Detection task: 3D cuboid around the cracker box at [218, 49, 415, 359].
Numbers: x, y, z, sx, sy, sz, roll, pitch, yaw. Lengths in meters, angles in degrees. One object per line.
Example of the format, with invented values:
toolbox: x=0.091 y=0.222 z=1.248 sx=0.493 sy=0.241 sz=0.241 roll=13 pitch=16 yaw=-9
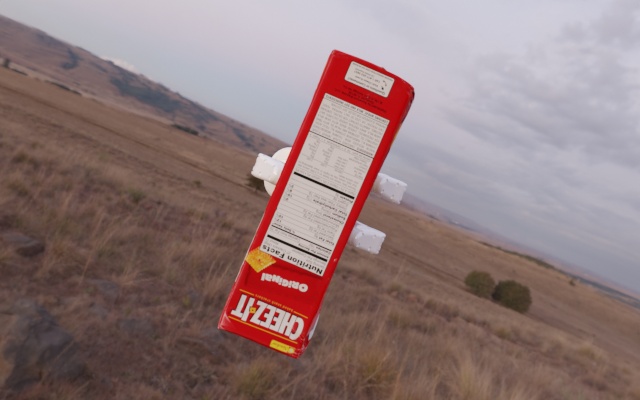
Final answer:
cracker box: x=0.000 y=0.001 z=0.409 sx=0.072 sy=0.214 sz=0.164 roll=23 pitch=3 yaw=0
